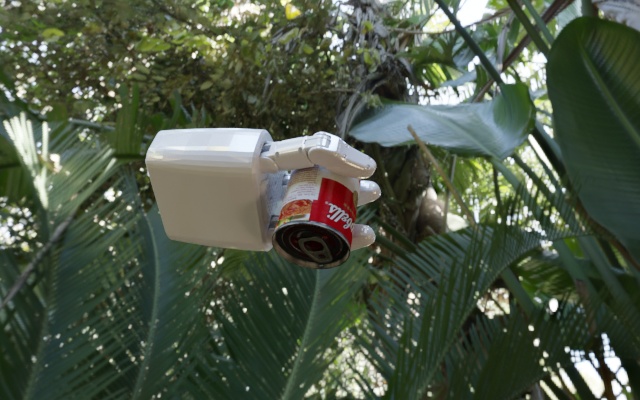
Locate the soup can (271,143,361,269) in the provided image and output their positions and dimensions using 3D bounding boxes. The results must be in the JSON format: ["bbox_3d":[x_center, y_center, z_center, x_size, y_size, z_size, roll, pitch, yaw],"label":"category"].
[{"bbox_3d":[0.001,0.001,0.433,0.068,0.102,0.069,7,-39,6],"label":"soup can"}]
